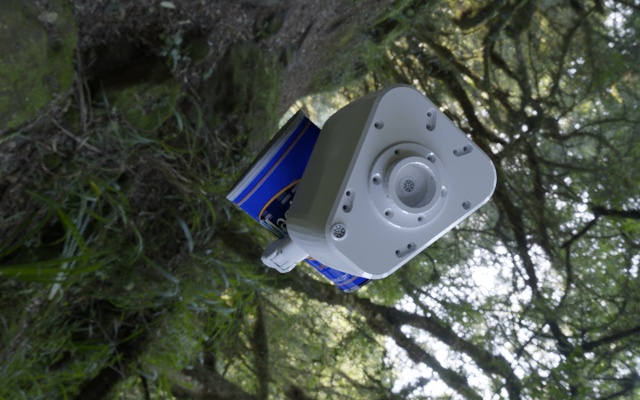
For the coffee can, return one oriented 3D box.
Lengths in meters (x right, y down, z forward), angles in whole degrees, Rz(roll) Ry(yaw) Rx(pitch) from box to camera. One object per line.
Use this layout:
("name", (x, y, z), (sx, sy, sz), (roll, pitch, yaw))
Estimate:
("coffee can", (0.000, 0.001, 0.440), (0.140, 0.103, 0.103), (40, -9, -11))
